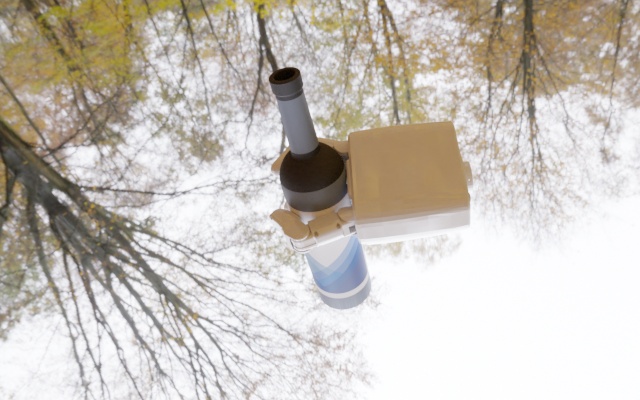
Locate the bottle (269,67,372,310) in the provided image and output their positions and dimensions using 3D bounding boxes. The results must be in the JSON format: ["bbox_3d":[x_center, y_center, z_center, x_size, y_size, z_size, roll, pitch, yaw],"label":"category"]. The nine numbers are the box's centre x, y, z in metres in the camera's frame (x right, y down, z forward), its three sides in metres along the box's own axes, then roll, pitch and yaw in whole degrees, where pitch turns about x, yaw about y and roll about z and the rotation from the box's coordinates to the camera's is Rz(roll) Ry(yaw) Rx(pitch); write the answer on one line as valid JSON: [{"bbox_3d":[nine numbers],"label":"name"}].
[{"bbox_3d":[0.000,0.002,0.494,0.069,0.296,0.069,-9,42,8],"label":"bottle"}]
